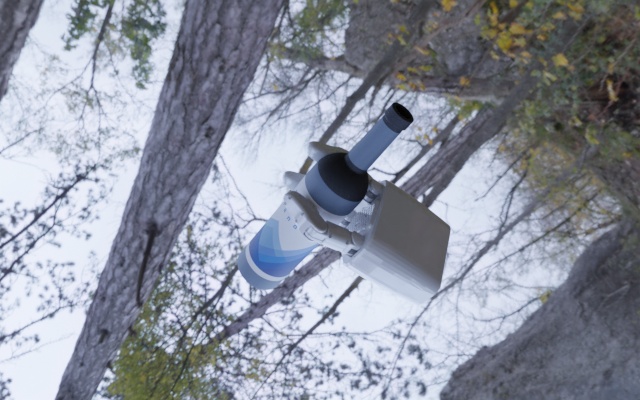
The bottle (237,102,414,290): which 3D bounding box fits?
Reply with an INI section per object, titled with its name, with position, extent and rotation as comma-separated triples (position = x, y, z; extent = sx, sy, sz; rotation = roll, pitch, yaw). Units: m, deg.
[bottle]
position = 0.000, 0.002, 0.552
extent = 0.069, 0.069, 0.296
rotation = 0, -37, -44
